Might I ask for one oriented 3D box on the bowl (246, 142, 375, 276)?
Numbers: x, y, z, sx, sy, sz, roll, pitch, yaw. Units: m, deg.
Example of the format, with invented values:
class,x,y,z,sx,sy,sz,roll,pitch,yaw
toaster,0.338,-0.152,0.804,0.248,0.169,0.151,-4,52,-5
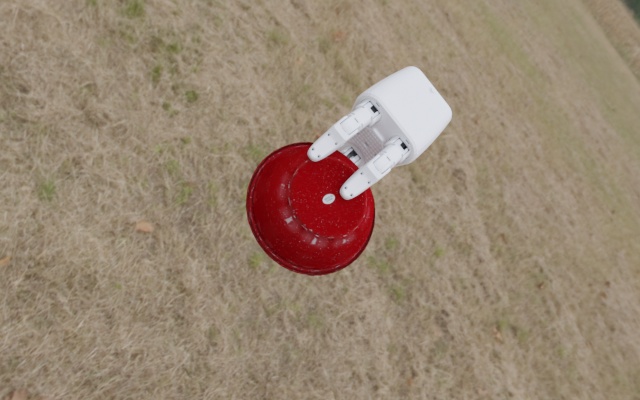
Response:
class,x,y,z,sx,sy,sz,roll,pitch,yaw
bowl,0.000,0.003,0.541,0.162,0.162,0.055,0,-13,-20
